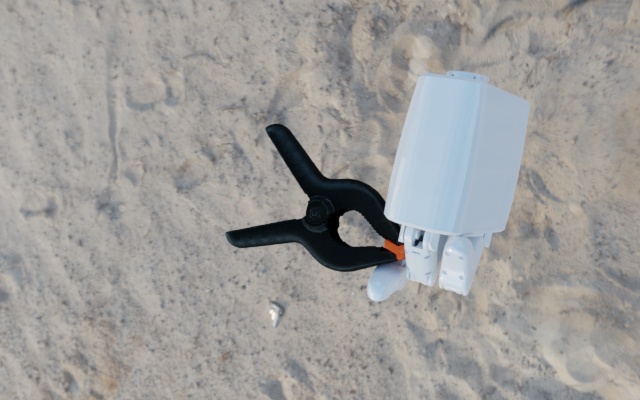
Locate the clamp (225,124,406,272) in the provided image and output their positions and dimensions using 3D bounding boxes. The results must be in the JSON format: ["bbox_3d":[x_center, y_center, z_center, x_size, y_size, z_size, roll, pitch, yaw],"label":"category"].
[{"bbox_3d":[0.000,0.002,0.416,0.171,0.120,0.039,14,7,21],"label":"clamp"}]
